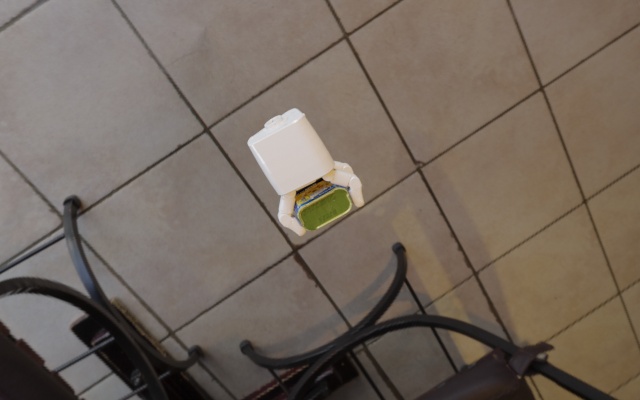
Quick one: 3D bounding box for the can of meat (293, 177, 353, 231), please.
[{"bbox_3d":[0.000,0.003,0.852,0.102,0.057,0.084,-29,23,-2],"label":"can of meat"}]
